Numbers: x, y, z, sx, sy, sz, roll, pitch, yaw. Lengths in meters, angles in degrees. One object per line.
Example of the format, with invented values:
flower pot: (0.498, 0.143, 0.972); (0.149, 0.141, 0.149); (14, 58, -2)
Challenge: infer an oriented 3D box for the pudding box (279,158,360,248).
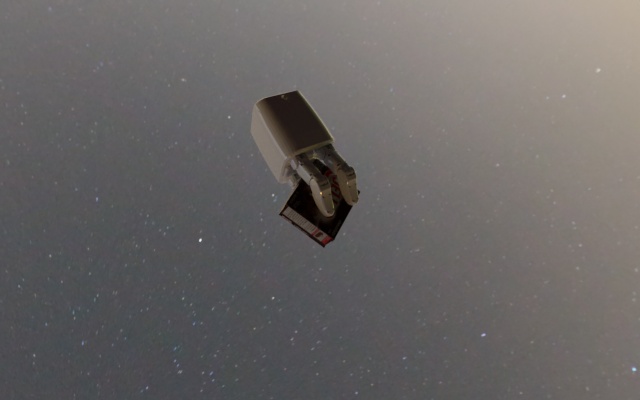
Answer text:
pudding box: (0.000, 0.002, 0.735); (0.090, 0.113, 0.039); (36, -38, -6)
